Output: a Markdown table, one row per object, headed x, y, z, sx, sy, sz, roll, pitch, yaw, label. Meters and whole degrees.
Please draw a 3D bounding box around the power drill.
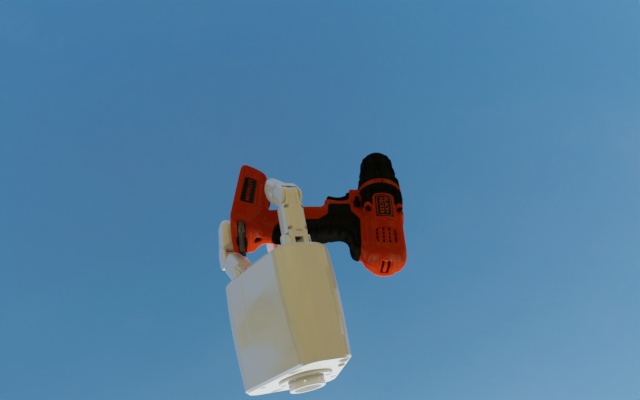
| x | y | z | sx | sy | sz | roll | pitch | yaw | label |
| --- | --- | --- | --- | --- | --- | --- | --- | --- | --- |
| 0.000 | 0.002 | 0.538 | 0.187 | 0.057 | 0.184 | 2 | 39 | 0 | power drill |
